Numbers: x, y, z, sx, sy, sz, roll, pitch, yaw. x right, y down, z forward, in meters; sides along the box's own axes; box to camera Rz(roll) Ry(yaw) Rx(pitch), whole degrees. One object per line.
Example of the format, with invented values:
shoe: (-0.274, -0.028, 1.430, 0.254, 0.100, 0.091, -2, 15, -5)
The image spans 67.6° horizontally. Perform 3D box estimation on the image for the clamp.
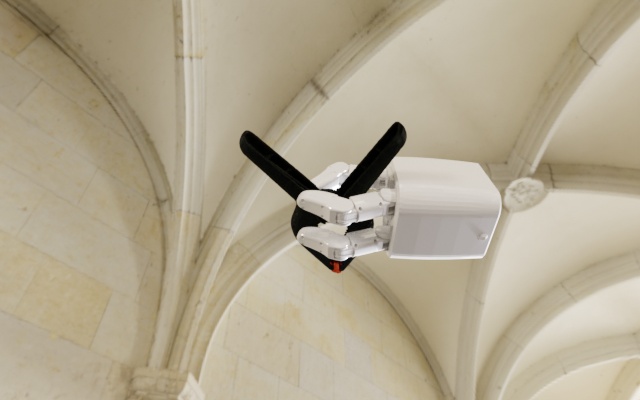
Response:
clamp: (0.000, 0.002, 0.527, 0.164, 0.210, 0.036, 4, 42, 3)
